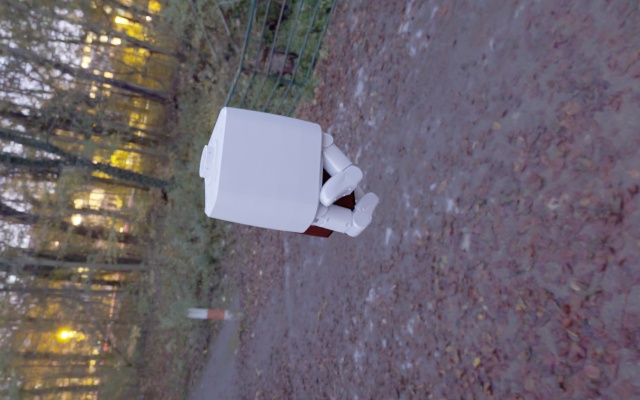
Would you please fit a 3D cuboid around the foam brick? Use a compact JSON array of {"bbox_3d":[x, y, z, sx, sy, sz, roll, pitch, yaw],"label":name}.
[{"bbox_3d":[0.000,0.002,0.559,0.051,0.053,0.078,9,-33,-22],"label":"foam brick"}]
